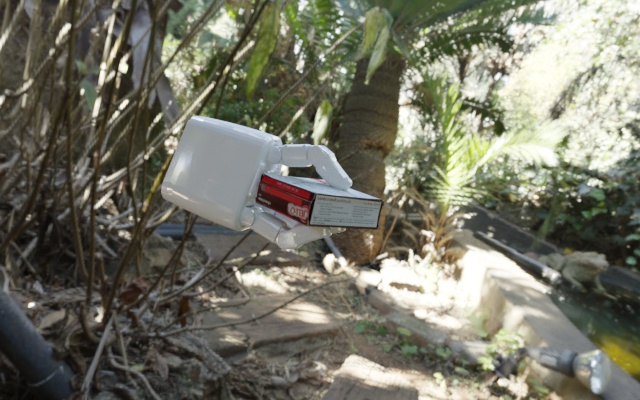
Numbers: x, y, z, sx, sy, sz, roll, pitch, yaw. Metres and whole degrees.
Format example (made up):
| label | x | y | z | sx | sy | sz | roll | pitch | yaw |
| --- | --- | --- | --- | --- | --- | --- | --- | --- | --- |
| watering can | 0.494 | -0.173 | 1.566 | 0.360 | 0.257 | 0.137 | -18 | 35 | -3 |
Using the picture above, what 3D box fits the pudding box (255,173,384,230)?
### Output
| label | x | y | z | sx | sy | sz | roll | pitch | yaw |
| --- | --- | --- | --- | --- | --- | --- | --- | --- | --- |
| pudding box | 0.000 | 0.002 | 0.523 | 0.113 | 0.039 | 0.090 | 3 | 14 | -44 |
